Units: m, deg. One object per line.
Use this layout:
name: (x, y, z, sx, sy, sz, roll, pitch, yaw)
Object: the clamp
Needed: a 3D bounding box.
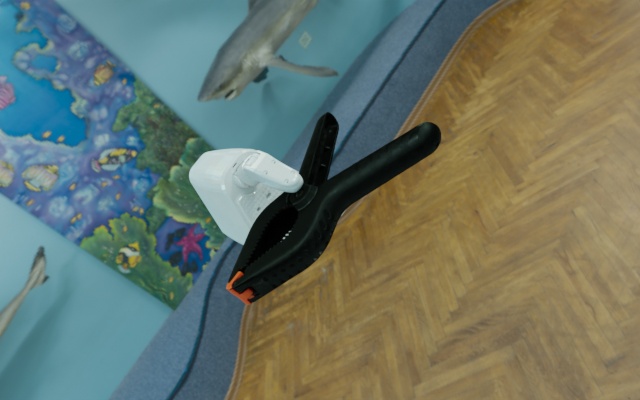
clamp: (-0.001, 0.001, 0.413, 0.036, 0.210, 0.164, 46, -20, -31)
